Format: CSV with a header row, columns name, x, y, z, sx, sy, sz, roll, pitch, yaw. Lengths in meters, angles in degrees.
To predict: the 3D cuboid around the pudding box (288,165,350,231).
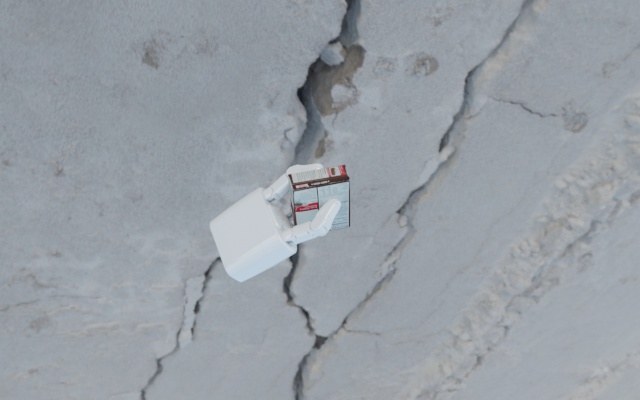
name,x,y,z,sx,sy,sz,roll,pitch,yaw
pudding box,0.000,0.003,0.742,0.090,0.039,0.114,-11,-41,-7
